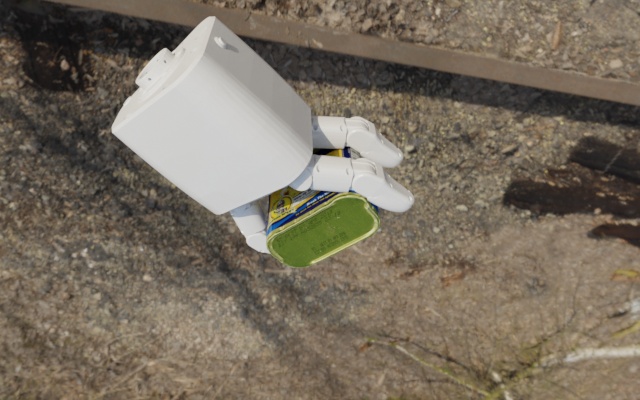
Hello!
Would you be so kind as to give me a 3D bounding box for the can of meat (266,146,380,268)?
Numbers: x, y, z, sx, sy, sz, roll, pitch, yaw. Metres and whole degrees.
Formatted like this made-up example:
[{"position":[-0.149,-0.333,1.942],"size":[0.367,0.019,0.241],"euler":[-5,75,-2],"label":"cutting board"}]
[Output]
[{"position":[0.000,0.002,0.419],"size":[0.102,0.083,0.057],"euler":[-30,-54,21],"label":"can of meat"}]
